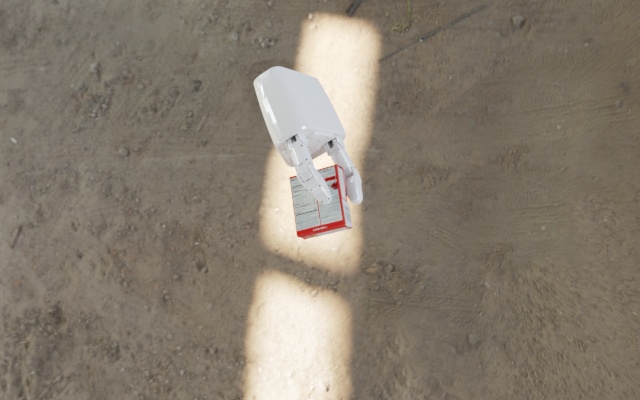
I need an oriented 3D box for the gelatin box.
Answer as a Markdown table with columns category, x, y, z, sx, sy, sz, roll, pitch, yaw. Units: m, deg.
| category | x | y | z | sx | sy | sz | roll | pitch | yaw |
| --- | --- | --- | --- | --- | --- | --- | --- | --- | --- |
| gelatin box | 0.000 | 0.002 | 0.651 | 0.073 | 0.089 | 0.030 | -15 | -18 | 22 |
